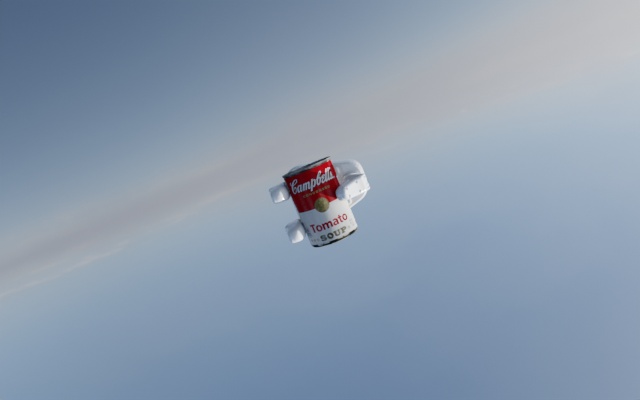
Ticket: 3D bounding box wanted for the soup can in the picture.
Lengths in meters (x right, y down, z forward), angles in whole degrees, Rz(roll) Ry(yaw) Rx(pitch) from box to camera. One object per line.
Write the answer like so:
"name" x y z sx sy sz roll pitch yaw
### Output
"soup can" 0.000 0.002 0.625 0.068 0.102 0.068 -22 7 3
